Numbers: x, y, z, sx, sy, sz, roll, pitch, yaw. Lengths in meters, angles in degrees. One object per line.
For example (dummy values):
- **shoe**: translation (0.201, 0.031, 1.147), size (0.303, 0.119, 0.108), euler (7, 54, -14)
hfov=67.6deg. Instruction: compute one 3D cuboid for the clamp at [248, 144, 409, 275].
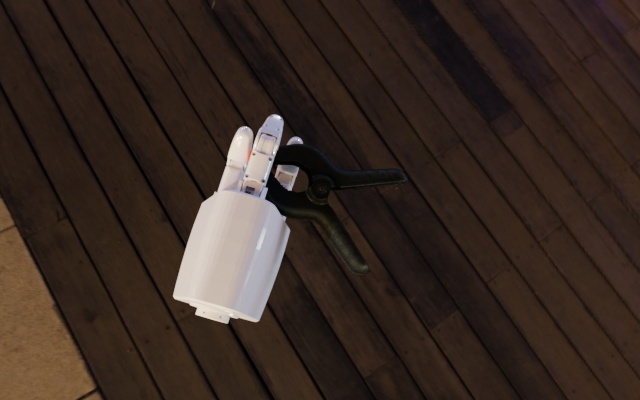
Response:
- **clamp**: translation (0.000, 0.001, 0.497), size (0.171, 0.120, 0.039), euler (17, -17, -5)
